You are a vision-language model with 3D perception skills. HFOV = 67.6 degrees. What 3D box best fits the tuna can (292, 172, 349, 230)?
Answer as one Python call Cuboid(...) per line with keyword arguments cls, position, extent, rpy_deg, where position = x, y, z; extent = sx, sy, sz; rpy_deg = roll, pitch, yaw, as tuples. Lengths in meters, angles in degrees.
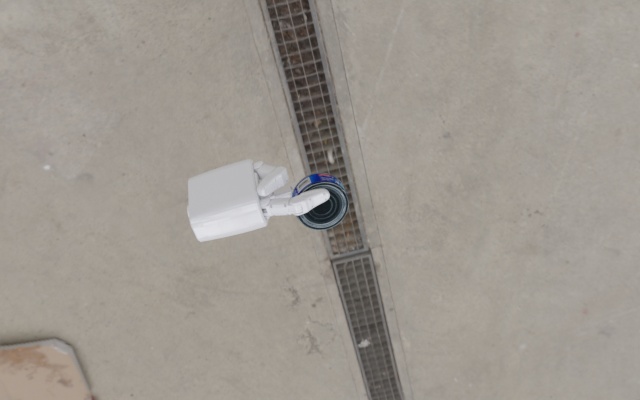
Cuboid(cls="tuna can", position=(0.000, 0.003, 0.734), extent=(0.086, 0.086, 0.033), rpy_deg=(0, 27, -12))
